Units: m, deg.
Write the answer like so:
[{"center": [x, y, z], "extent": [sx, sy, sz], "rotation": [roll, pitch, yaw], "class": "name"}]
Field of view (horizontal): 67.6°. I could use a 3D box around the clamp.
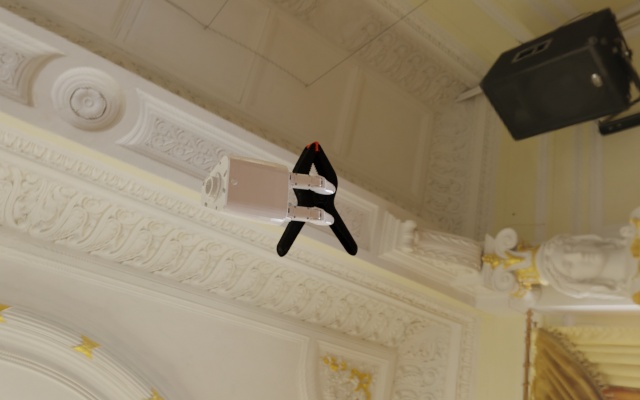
[{"center": [-0.001, 0.002, 0.841], "extent": [0.164, 0.210, 0.036], "rotation": [12, -18, -35], "class": "clamp"}]
